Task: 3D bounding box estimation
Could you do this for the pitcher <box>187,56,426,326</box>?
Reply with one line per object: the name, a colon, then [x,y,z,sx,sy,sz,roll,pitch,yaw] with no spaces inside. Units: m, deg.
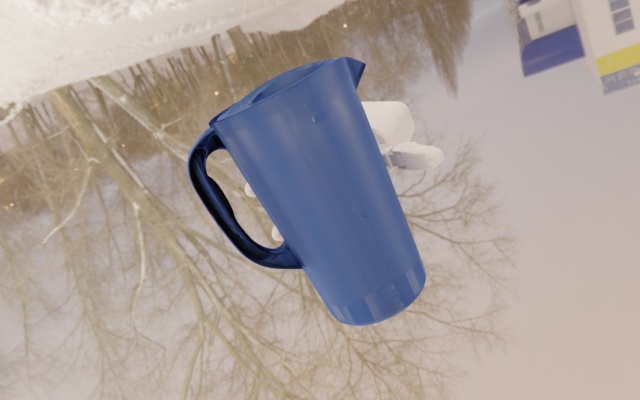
pitcher: [0.000,0.001,0.456,0.149,0.243,0.145,-15,22,33]
